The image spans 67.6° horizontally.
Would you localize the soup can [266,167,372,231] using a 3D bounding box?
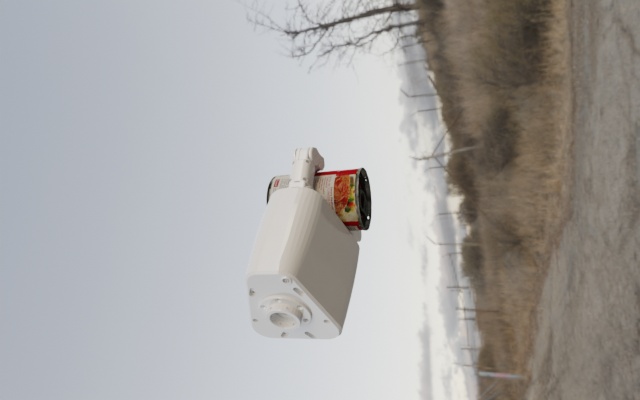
[{"bbox_3d":[0.000,0.001,0.527,0.102,0.068,0.068,-4,-1,18],"label":"soup can"}]
